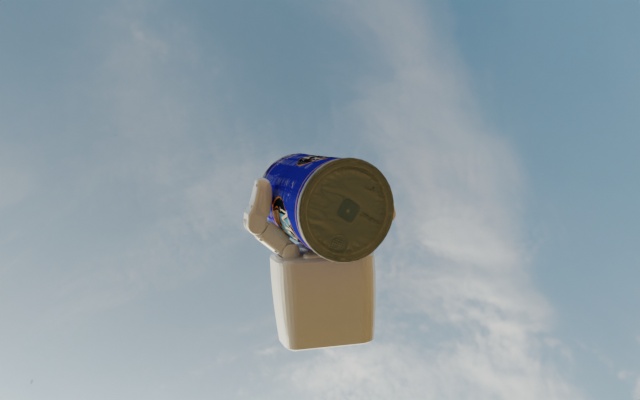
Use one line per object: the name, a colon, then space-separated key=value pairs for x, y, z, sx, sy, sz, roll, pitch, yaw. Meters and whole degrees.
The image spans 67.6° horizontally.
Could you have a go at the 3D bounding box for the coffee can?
coffee can: x=0.000 y=0.002 z=0.523 sx=0.103 sy=0.103 sz=0.140 roll=0 pitch=7 yaw=-23
